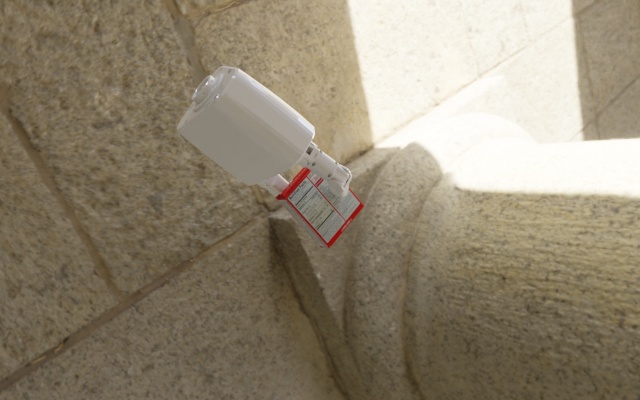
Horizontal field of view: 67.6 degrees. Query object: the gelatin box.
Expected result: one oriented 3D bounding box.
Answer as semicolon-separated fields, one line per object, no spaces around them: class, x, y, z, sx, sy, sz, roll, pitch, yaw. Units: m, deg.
gelatin box;0.001;0.002;0.584;0.073;0.089;0.030;-49;20;-22
